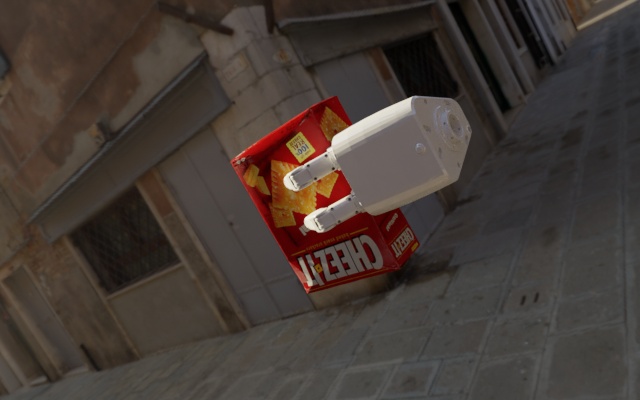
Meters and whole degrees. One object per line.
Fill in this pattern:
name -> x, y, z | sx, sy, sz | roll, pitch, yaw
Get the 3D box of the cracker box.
cracker box -> 0.000, 0.002, 0.610 | 0.164, 0.214, 0.072 | -24, 8, 41
